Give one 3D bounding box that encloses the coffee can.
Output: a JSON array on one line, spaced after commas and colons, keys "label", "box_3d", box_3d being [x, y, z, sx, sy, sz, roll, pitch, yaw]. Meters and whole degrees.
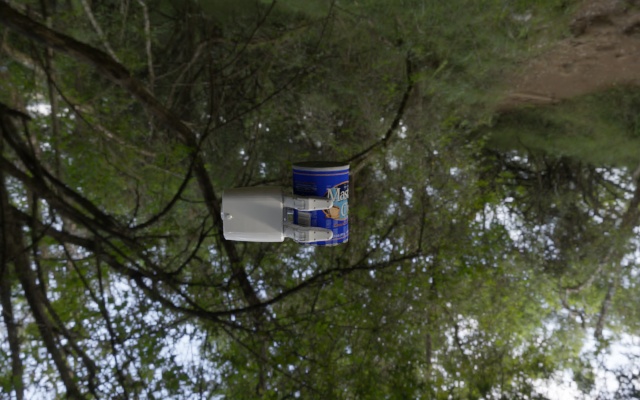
[{"label": "coffee can", "box_3d": [0.000, 0.003, 0.869, 0.103, 0.140, 0.103, 0, 11, 0]}]
